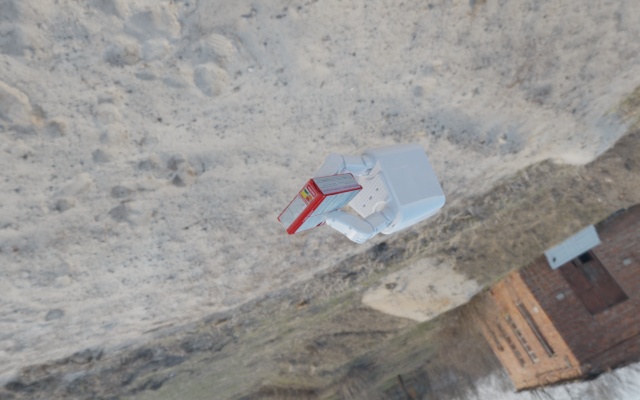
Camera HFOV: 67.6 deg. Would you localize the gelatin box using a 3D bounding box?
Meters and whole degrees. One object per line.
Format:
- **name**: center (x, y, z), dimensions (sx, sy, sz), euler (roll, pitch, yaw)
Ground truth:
- **gelatin box**: center (0.000, 0.002, 0.582), dimensions (0.073, 0.030, 0.089), euler (-48, -19, 31)
